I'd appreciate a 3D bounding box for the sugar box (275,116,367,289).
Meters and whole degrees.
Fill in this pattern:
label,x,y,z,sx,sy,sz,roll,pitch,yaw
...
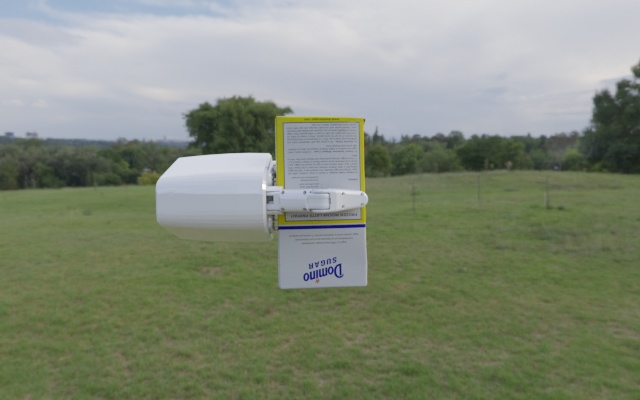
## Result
label,x,y,z,sx,sy,sz,roll,pitch,yaw
sugar box,0.000,0.002,0.503,0.093,0.176,0.048,0,4,-4
